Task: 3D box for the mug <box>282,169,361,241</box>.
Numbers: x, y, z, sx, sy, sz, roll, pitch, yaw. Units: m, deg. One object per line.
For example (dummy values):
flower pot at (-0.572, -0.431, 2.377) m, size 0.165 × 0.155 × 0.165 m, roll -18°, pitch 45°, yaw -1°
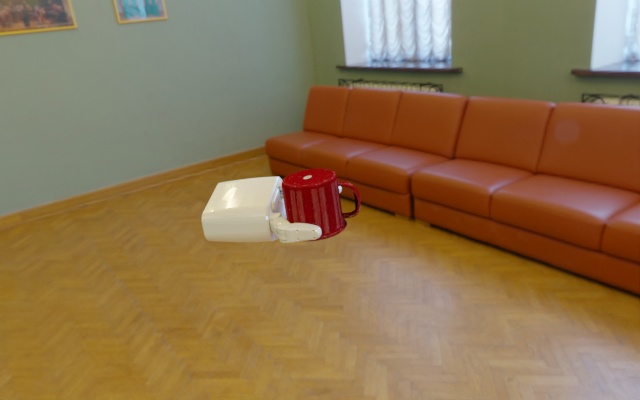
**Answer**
mug at (0.001, 0.002, 0.696) m, size 0.117 × 0.081 × 0.093 m, roll -4°, pitch 21°, yaw 10°
